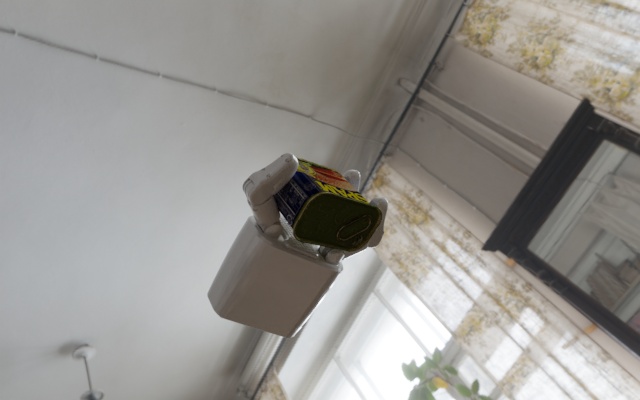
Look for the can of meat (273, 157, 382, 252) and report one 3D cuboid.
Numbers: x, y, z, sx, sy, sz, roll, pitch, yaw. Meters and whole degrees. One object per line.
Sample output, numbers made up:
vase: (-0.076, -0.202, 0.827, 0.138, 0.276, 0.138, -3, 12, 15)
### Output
can of meat: (0.000, 0.001, 0.498, 0.102, 0.057, 0.084, 15, 23, -41)
